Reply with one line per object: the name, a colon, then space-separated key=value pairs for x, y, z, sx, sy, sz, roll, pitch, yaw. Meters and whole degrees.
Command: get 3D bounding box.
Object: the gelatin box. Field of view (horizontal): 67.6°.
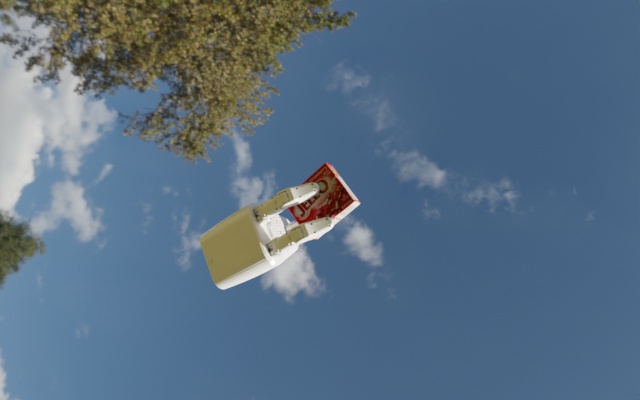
gelatin box: x=0.001 y=0.002 z=0.689 sx=0.089 sy=0.073 sz=0.030 roll=-41 pitch=-20 yaw=14
